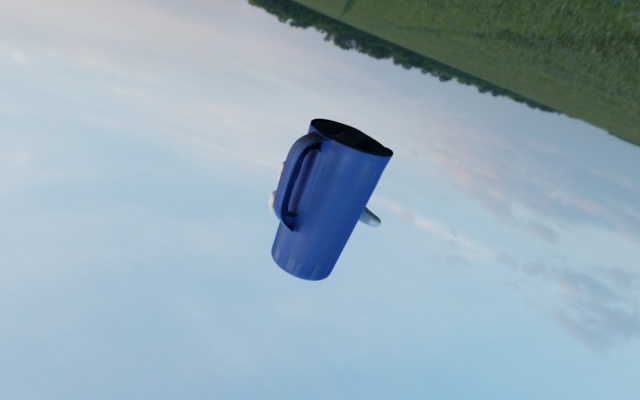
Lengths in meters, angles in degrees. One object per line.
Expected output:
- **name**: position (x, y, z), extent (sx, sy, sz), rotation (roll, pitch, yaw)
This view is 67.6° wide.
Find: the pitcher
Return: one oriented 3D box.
- **pitcher**: position (0.000, 0.002, 0.749), extent (0.149, 0.243, 0.145), rotation (20, 21, -6)
